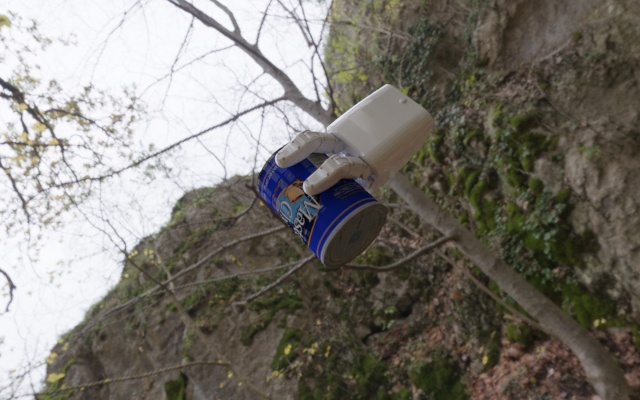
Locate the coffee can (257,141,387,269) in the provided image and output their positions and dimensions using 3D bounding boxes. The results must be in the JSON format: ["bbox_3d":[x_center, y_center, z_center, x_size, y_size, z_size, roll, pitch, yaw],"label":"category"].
[{"bbox_3d":[0.000,0.002,0.609,0.140,0.103,0.103,45,25,28],"label":"coffee can"}]
